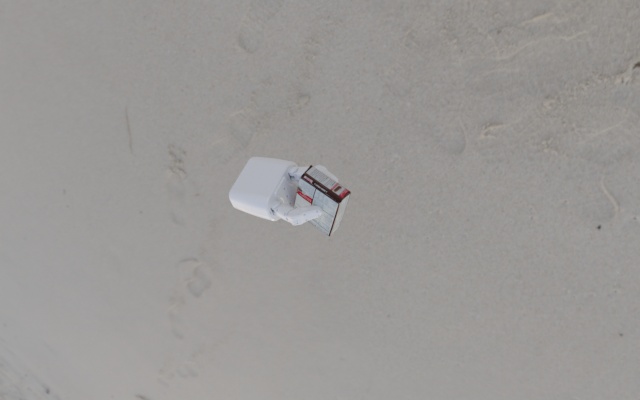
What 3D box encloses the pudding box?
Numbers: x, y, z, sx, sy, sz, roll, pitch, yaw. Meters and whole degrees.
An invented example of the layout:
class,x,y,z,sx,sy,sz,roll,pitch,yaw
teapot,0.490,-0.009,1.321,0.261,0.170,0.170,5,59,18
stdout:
class,x,y,z,sx,sy,sz,roll,pitch,yaw
pudding box,0.000,0.003,0.865,0.090,0.039,0.114,34,-33,14
